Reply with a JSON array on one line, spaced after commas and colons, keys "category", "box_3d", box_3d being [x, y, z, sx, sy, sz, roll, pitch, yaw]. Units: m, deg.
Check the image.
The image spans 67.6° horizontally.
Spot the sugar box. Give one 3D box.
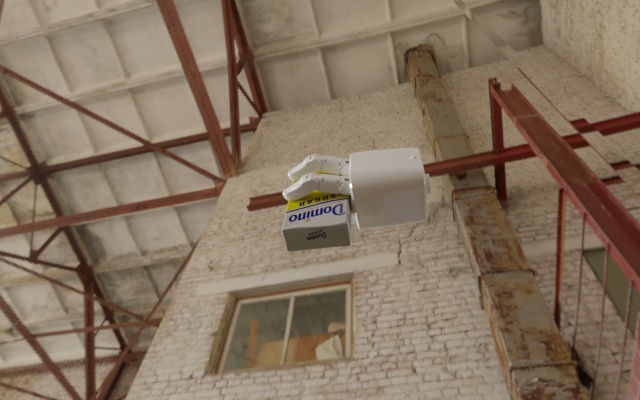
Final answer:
[{"category": "sugar box", "box_3d": [0.000, 0.002, 0.724, 0.093, 0.048, 0.176, -6, 31, 8]}]
